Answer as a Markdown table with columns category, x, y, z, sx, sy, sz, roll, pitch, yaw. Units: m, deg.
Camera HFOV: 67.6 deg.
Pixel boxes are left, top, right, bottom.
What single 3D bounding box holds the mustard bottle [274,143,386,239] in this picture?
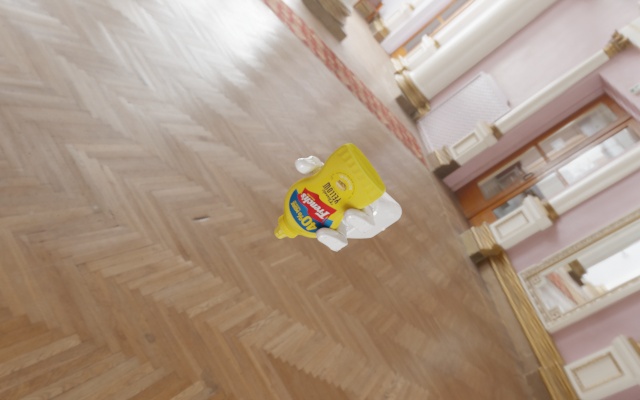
| category | x | y | z | sx | sy | sz | roll | pitch | yaw |
| --- | --- | --- | --- | --- | --- | --- | --- | --- | --- |
| mustard bottle | 0.000 | 0.002 | 0.746 | 0.192 | 0.096 | 0.058 | -37 | -1 | 23 |
